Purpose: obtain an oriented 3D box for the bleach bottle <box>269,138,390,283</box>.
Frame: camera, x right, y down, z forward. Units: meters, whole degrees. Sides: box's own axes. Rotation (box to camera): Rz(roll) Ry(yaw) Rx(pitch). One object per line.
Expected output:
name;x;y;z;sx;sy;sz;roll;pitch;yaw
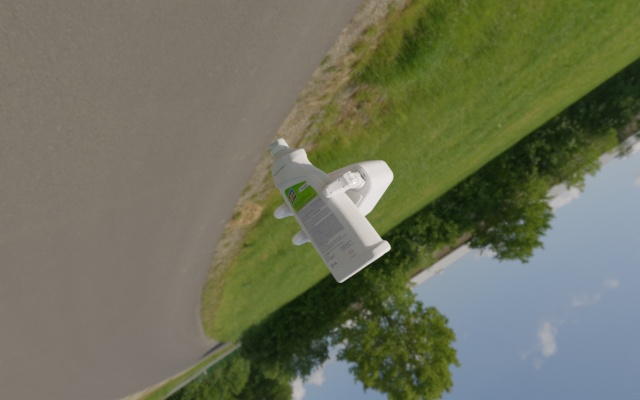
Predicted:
bleach bottle;0.000;0.003;0.775;0.102;0.251;0.068;-39;-10;29
